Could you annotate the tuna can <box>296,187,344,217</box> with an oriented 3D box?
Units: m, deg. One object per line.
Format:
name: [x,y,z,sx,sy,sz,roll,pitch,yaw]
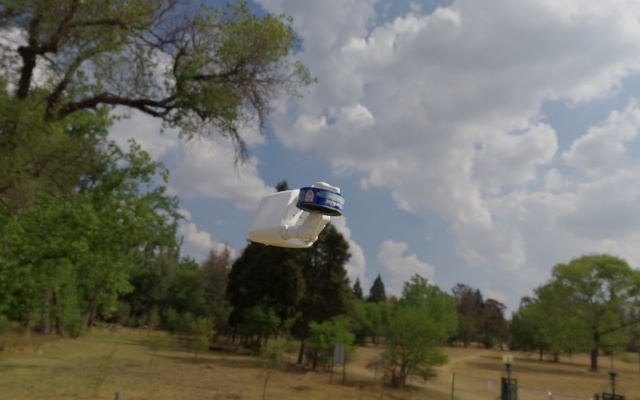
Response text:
tuna can: [0.000,0.002,0.872,0.086,0.033,0.086,10,-12,2]
